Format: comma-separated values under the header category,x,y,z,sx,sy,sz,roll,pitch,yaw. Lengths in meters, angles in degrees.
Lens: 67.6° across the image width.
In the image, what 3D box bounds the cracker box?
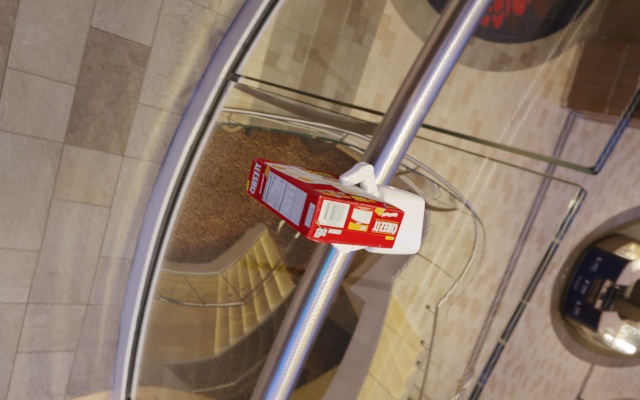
category,x,y,z,sx,sy,sz,roll,pitch,yaw
cracker box,0.000,0.002,0.759,0.164,0.072,0.213,10,12,-36
